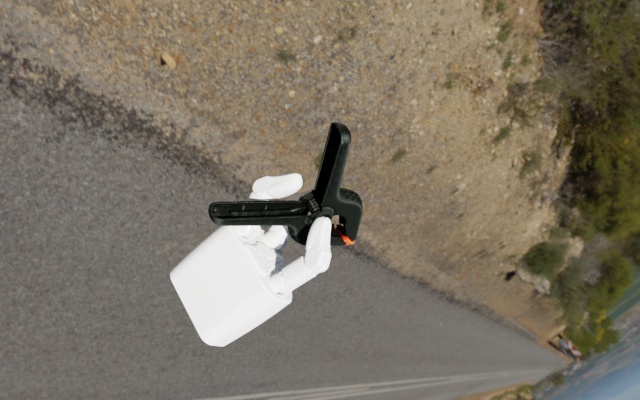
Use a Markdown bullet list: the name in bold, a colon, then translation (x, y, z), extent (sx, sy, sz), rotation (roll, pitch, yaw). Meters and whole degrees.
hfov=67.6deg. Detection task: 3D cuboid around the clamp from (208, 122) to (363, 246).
- **clamp**: translation (0.000, 0.003, 0.540), extent (0.164, 0.036, 0.210), rotation (-35, -33, 16)
